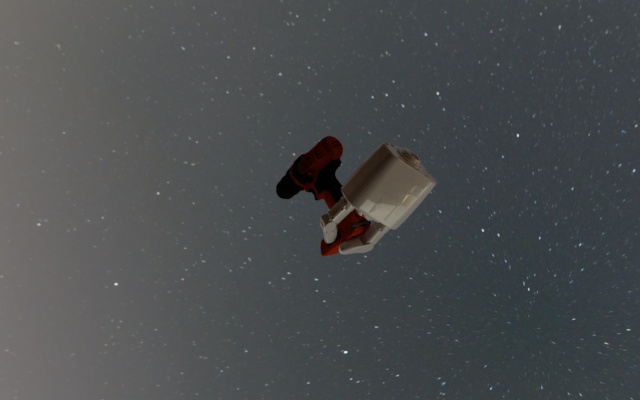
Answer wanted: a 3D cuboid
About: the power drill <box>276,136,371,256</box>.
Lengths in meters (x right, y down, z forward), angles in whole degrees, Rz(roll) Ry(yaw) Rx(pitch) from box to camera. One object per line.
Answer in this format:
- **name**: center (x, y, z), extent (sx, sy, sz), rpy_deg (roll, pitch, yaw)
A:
- **power drill**: center (0.001, 0.003, 0.874), extent (0.057, 0.187, 0.184), rpy_deg (-11, -21, -43)
